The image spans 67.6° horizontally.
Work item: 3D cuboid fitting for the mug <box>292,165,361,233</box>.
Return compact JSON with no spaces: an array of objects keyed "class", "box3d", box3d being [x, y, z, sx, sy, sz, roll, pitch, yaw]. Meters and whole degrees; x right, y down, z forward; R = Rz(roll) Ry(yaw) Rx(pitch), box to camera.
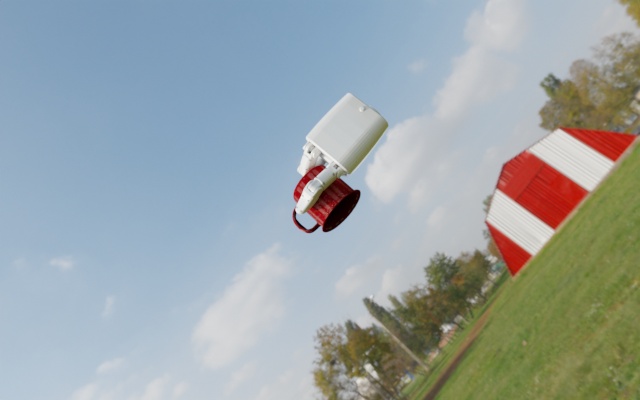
[{"class":"mug","box3d":[-0.001,0.004,0.815,0.081,0.117,0.093,42,0,20]}]
